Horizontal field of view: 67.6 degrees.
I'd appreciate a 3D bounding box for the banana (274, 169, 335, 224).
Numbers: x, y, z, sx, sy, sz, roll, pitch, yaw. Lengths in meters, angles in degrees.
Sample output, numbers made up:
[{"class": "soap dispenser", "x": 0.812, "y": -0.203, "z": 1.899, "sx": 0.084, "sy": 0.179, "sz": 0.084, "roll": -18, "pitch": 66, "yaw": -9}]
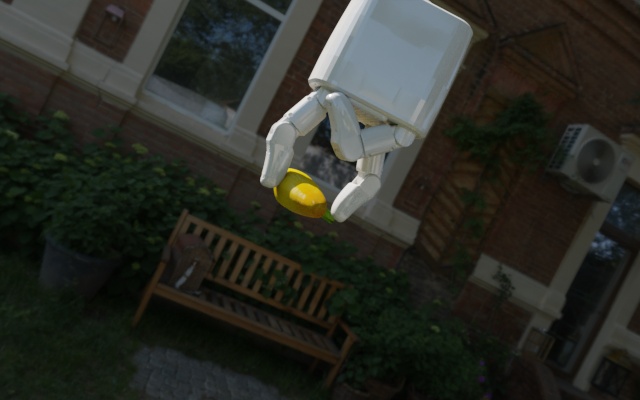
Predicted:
[{"class": "banana", "x": -0.016, "y": -0.007, "z": 0.481, "sx": 0.069, "sy": 0.037, "sz": 0.198, "roll": 27, "pitch": 0, "yaw": 6}]
